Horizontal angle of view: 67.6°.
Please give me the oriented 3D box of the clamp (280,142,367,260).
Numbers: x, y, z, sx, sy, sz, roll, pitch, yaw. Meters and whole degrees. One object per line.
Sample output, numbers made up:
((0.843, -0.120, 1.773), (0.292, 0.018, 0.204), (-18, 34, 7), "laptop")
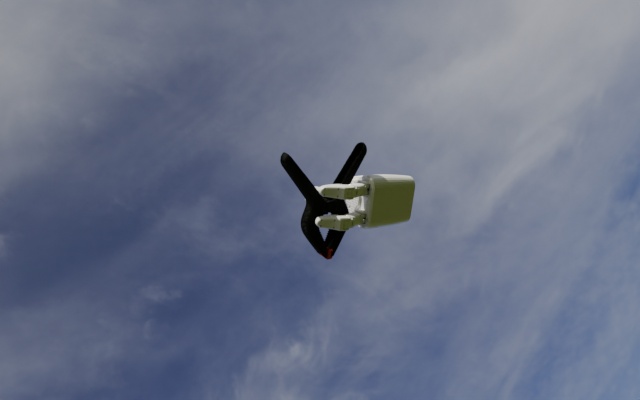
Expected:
((0.000, 0.003, 0.826), (0.164, 0.210, 0.036), (-3, 18, -30), "clamp")
